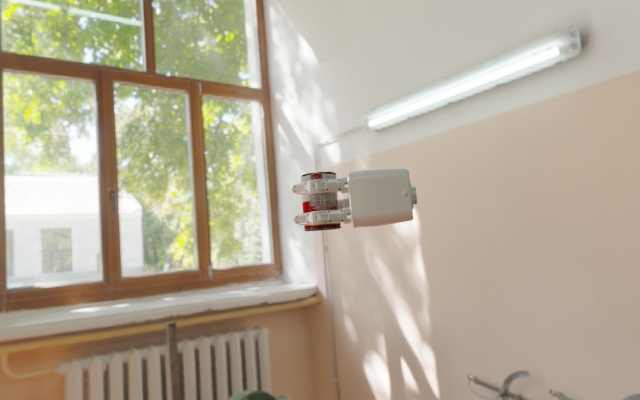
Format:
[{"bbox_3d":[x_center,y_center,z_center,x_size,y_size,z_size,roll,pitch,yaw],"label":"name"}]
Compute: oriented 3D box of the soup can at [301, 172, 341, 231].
[{"bbox_3d":[0.000,0.003,0.872,0.068,0.102,0.068,-5,-6,0],"label":"soup can"}]
